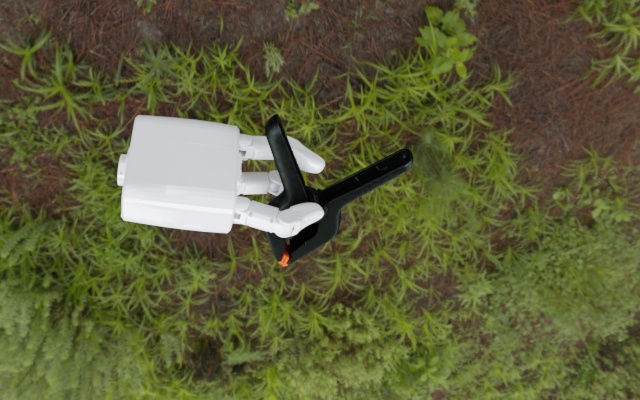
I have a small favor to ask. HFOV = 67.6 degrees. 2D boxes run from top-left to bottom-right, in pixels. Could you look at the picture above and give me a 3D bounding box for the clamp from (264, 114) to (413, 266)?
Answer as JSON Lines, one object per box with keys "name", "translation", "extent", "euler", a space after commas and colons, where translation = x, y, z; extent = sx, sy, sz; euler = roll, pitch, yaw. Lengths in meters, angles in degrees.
{"name": "clamp", "translation": [0.000, 0.003, 0.545], "extent": [0.164, 0.036, 0.210], "euler": [7, -47, -16]}
